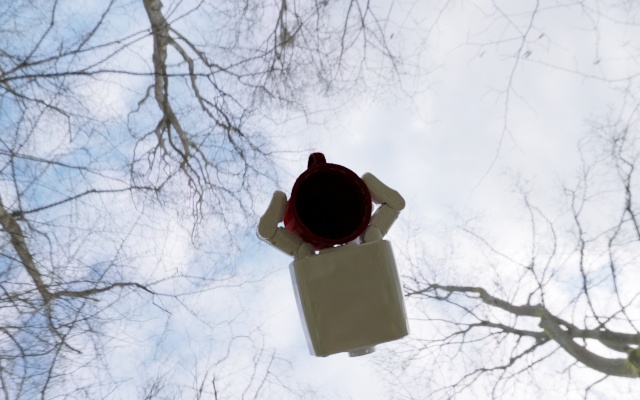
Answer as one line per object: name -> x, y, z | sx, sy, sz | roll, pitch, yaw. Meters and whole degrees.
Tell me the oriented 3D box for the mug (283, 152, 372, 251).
mug -> 0.000, 0.001, 0.557 | 0.093, 0.117, 0.081 | -8, -13, -17
